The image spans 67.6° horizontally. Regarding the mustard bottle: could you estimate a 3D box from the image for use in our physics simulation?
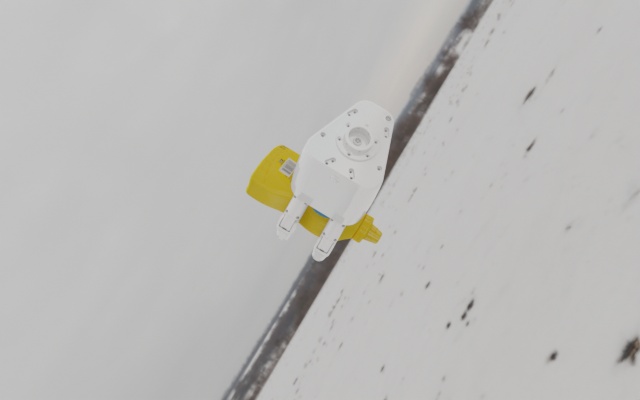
[{"bbox_3d":[0.000,0.002,0.662,0.191,0.058,0.096,31,42,3],"label":"mustard bottle"}]
